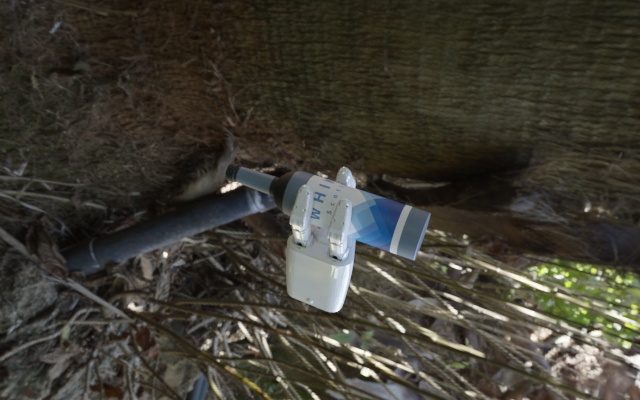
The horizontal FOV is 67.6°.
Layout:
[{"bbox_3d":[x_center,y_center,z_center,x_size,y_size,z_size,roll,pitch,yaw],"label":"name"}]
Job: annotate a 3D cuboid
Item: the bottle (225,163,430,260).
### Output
[{"bbox_3d":[0.000,0.002,0.667,0.295,0.069,0.069,19,5,16],"label":"bottle"}]
